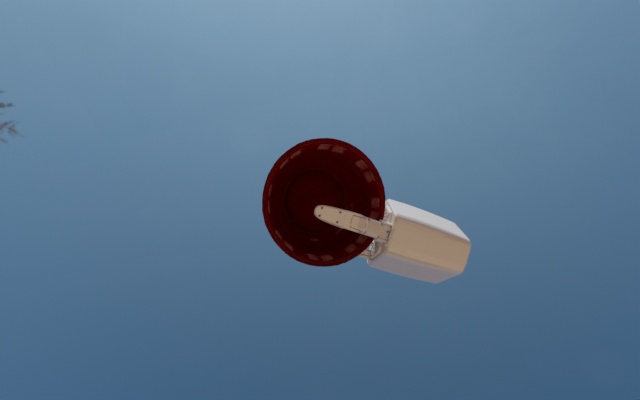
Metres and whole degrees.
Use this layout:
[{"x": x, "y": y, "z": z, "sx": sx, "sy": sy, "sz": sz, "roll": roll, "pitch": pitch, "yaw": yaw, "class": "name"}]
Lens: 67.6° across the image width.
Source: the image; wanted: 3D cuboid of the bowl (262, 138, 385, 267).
[{"x": -0.001, "y": 0.001, "z": 0.621, "sx": 0.162, "sy": 0.162, "sz": 0.055, "roll": 0, "pitch": 2, "yaw": -16, "class": "bowl"}]
